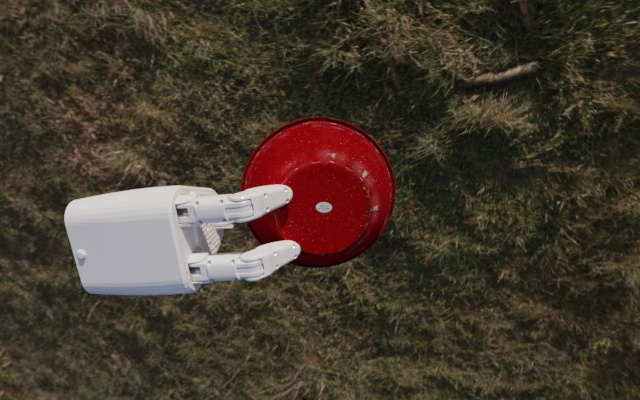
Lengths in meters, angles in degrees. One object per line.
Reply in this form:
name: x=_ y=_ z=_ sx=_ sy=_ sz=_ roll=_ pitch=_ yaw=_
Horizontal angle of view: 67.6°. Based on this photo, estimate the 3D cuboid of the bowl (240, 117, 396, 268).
bowl: x=0.001 y=0.001 z=0.469 sx=0.162 sy=0.162 sz=0.055 roll=0 pitch=16 yaw=-4
